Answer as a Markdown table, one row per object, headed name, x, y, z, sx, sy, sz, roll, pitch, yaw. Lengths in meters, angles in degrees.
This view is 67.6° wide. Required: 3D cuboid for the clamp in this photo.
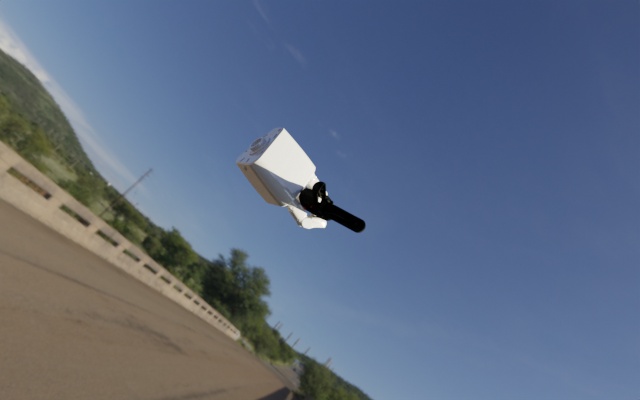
| name | x | y | z | sx | sy | sz | roll | pitch | yaw |
| --- | --- | --- | --- | --- | --- | --- | --- | --- | --- |
| clamp | 0.001 | 0.002 | 0.865 | 0.039 | 0.120 | 0.171 | -47 | 28 | -18 |
